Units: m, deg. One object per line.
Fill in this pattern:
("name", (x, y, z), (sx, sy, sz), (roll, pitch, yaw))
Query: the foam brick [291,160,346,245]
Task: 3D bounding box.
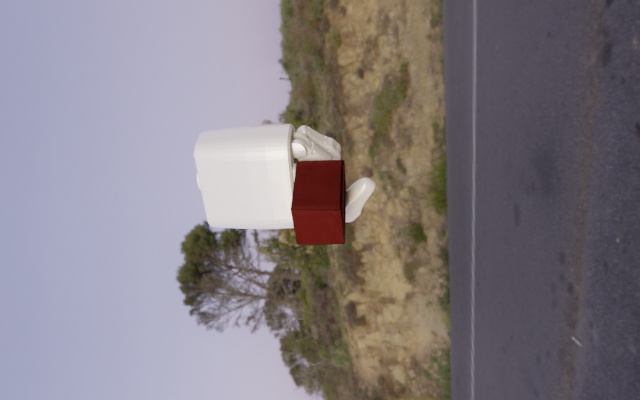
("foam brick", (0.000, 0.002, 0.498), (0.051, 0.053, 0.078), (-1, 43, 5))
